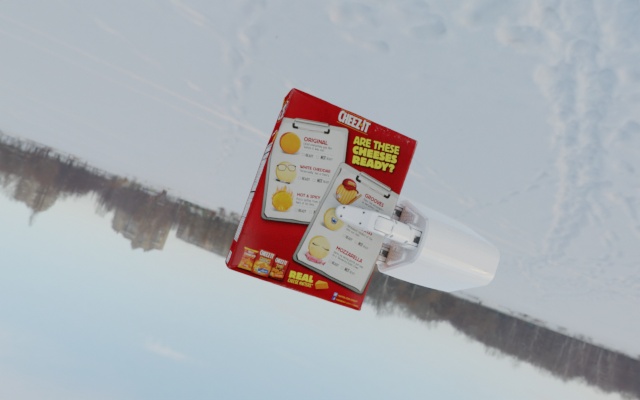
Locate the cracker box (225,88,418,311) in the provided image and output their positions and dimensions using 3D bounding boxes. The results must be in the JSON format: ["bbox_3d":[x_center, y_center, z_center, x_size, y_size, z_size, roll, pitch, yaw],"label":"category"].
[{"bbox_3d":[0.000,0.002,0.568,0.164,0.213,0.072,21,-5,-15],"label":"cracker box"}]
